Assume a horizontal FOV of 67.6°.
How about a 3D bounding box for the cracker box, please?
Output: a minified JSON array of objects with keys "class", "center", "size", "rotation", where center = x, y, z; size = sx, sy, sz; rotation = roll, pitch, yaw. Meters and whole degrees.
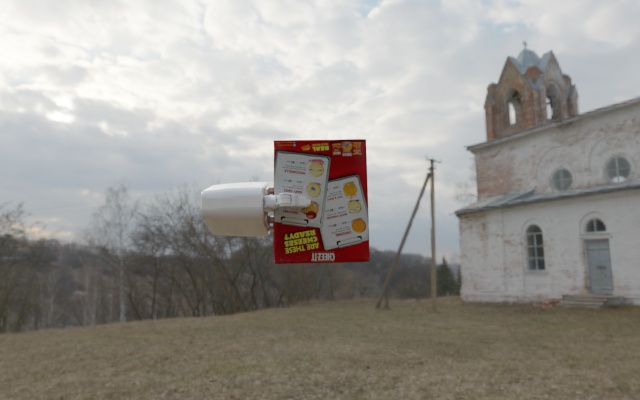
[{"class":"cracker box","center":[0.000,0.003,0.841],"size":[0.164,0.213,0.072],"rotation":[-1,-8,0]}]
